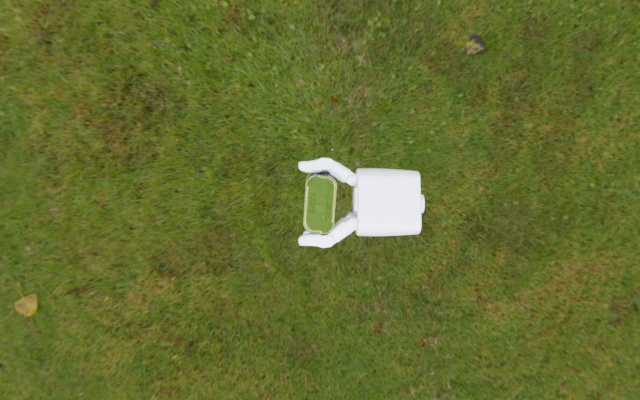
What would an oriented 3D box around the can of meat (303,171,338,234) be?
[{"bbox_3d":[0.000,0.003,0.813,0.057,0.102,0.084,4,6,0],"label":"can of meat"}]
